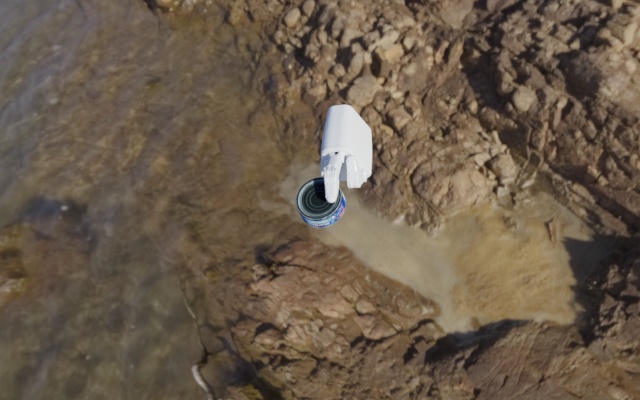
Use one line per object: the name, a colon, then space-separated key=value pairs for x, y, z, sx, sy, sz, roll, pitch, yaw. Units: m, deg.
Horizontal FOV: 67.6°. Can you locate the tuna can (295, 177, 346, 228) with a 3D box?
tuna can: x=0.000 y=0.003 z=0.839 sx=0.086 sy=0.086 sz=0.034 roll=0 pitch=-26 yaw=15
